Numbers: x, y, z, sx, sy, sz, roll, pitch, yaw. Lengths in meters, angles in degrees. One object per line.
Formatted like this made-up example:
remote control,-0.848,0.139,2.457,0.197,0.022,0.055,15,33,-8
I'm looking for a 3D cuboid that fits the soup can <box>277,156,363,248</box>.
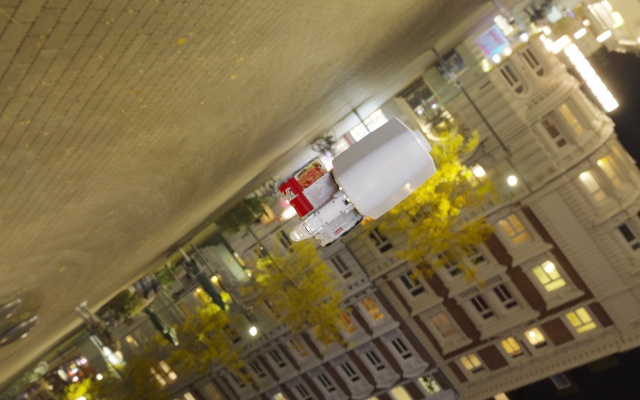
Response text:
soup can,0.000,0.003,0.623,0.068,0.102,0.068,-37,2,1
